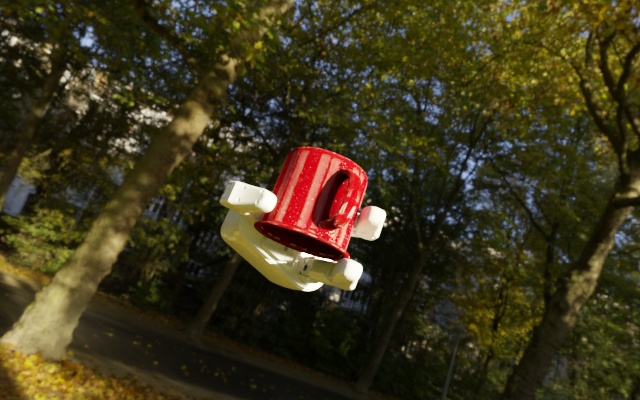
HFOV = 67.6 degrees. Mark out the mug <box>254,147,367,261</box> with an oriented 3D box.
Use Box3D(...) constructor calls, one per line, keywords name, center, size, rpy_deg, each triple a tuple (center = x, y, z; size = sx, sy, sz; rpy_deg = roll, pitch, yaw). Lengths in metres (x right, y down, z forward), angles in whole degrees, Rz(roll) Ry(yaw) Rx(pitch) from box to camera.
Box3D(name="mug", center=(0.001, 0.001, 0.437), size=(0.093, 0.081, 0.117), rpy_deg=(26, -17, -20))
